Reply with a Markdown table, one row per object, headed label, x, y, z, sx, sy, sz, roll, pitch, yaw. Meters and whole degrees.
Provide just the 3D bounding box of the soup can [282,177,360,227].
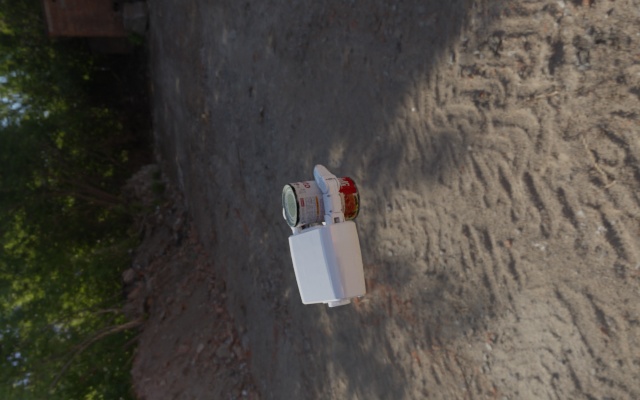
| label | x | y | z | sx | sy | sz | roll | pitch | yaw |
| --- | --- | --- | --- | --- | --- | --- | --- | --- | --- |
| soup can | 0.000 | 0.002 | 0.728 | 0.102 | 0.068 | 0.068 | -7 | 3 | -22 |
